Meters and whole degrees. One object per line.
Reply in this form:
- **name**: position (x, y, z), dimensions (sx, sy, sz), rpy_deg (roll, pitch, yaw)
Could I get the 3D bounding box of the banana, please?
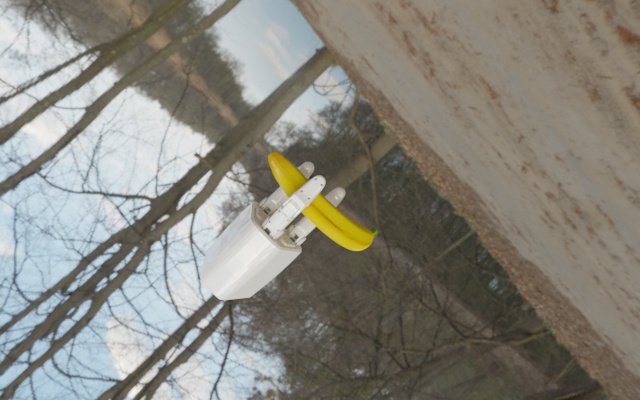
- **banana**: position (0.004, 0.012, 0.631), dimensions (0.198, 0.037, 0.069), rpy_deg (39, 16, -22)
